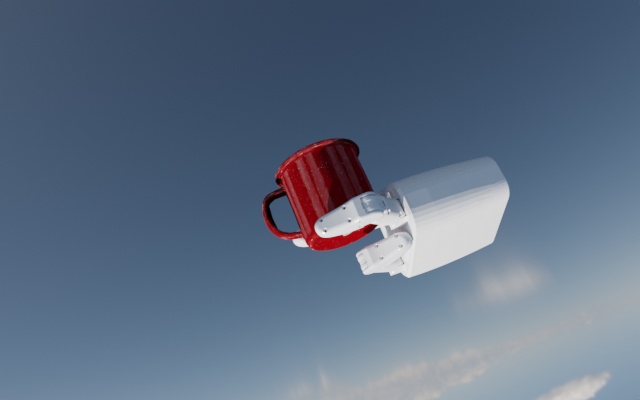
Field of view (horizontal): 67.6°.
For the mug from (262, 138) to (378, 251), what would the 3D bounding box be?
[{"bbox_3d":[-0.001,0.002,0.477,0.117,0.081,0.093,-19,-23,-9],"label":"mug"}]
